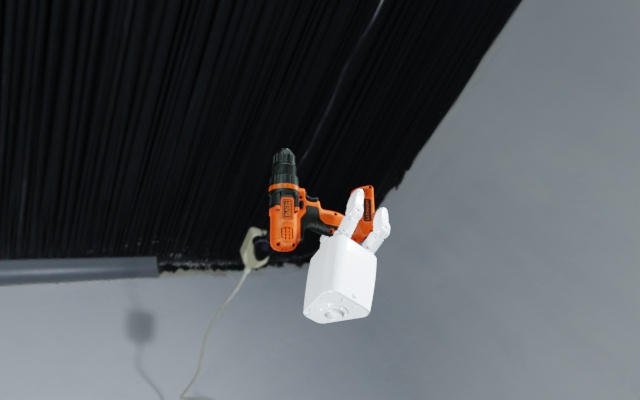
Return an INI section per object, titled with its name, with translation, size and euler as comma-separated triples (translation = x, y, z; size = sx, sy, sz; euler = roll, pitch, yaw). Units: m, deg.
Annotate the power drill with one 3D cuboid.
[power drill]
translation = 0.001, 0.003, 0.845
size = 0.187, 0.184, 0.057
euler = 5, -17, -17
